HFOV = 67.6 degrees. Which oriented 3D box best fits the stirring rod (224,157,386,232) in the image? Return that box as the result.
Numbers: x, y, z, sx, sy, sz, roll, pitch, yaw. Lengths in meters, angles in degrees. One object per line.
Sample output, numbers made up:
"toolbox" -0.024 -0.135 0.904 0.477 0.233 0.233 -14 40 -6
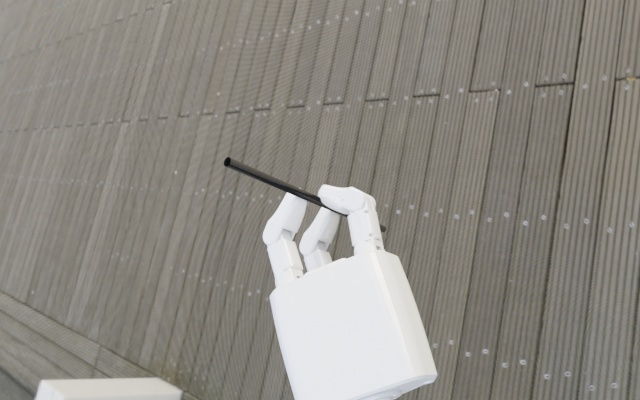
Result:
"stirring rod" 0.000 0.002 0.462 0.011 0.011 0.239 0 -15 39
